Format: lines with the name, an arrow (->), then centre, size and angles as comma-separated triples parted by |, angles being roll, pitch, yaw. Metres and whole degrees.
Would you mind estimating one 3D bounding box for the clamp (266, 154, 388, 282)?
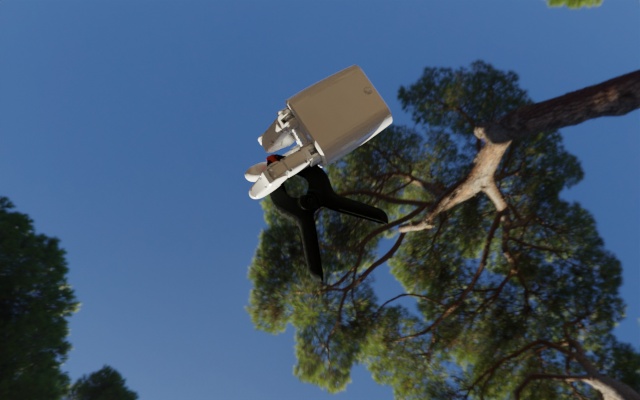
clamp -> 0.000, 0.002, 0.605 | 0.120, 0.171, 0.039 | -31, -11, -8
